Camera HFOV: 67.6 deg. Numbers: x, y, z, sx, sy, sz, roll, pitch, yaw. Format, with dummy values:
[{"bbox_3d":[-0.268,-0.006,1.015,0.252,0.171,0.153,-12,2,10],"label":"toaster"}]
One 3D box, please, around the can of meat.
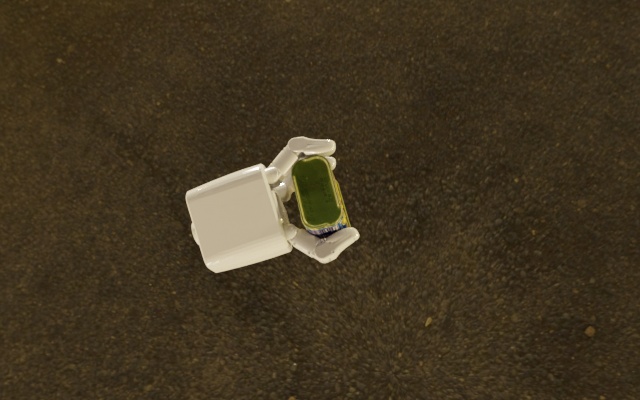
[{"bbox_3d":[0.000,0.002,0.622,0.057,0.102,0.084,-16,-21,3],"label":"can of meat"}]
